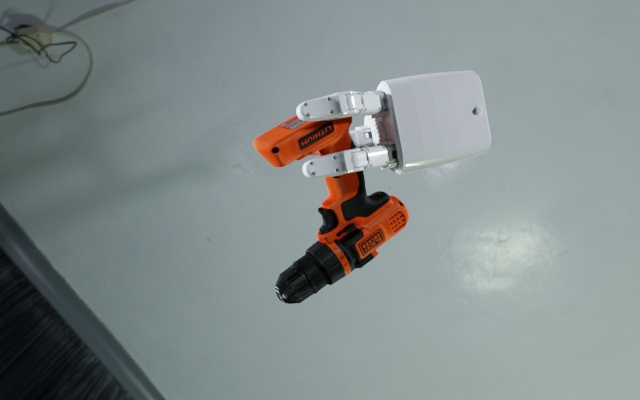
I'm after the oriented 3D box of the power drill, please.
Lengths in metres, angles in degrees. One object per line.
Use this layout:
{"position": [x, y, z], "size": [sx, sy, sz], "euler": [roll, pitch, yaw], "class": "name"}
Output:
{"position": [0.000, 0.001, 0.524], "size": [0.184, 0.188, 0.057], "euler": [-35, 29, -20], "class": "power drill"}
